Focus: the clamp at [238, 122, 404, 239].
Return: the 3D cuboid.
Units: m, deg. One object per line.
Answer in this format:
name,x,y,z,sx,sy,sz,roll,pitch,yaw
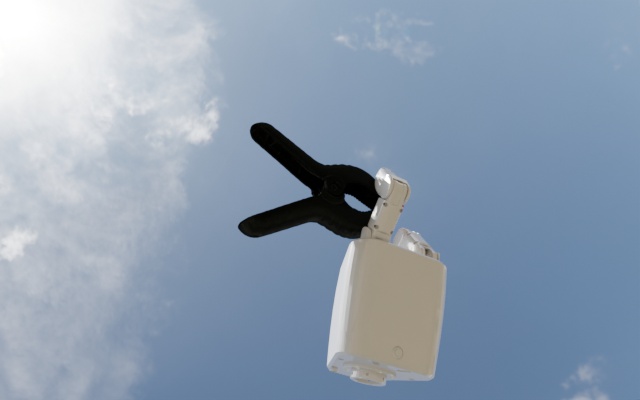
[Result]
clamp,0.000,0.002,0.461,0.171,0.120,0.039,21,-29,-14
